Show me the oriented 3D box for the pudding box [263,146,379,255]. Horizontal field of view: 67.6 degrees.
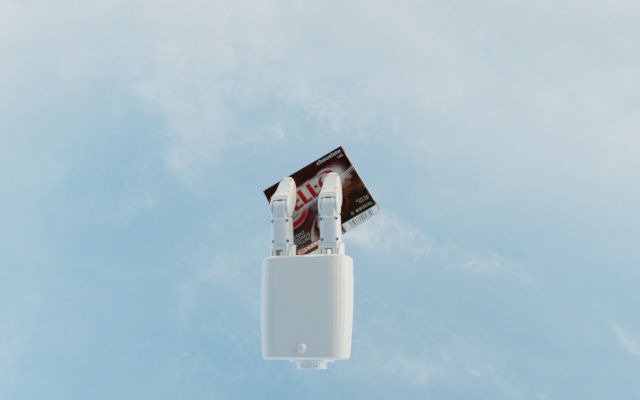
[{"bbox_3d":[0.000,0.002,0.571,0.113,0.090,0.039,-29,-23,0],"label":"pudding box"}]
